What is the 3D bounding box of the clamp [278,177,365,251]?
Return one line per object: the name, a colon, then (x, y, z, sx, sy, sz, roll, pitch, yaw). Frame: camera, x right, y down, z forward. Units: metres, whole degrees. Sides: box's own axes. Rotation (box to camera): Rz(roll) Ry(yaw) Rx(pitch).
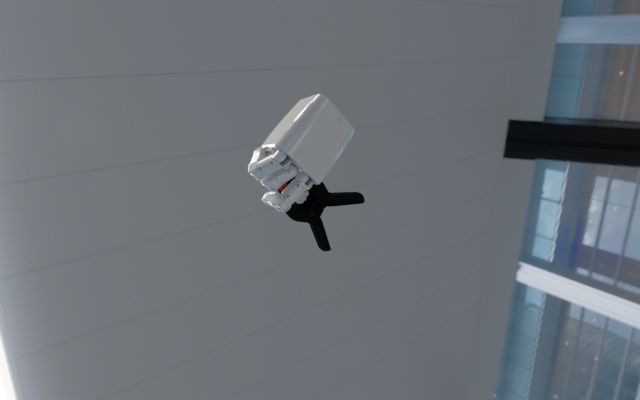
clamp: (0.000, 0.002, 0.802, 0.039, 0.120, 0.171, 30, -11, 48)
